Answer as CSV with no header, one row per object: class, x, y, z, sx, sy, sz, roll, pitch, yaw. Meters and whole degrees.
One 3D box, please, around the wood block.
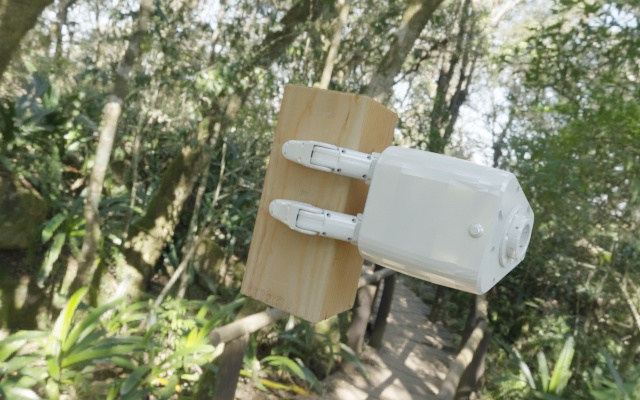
wood block,0.001,0.002,0.475,0.090,0.206,0.091,15,5,26
